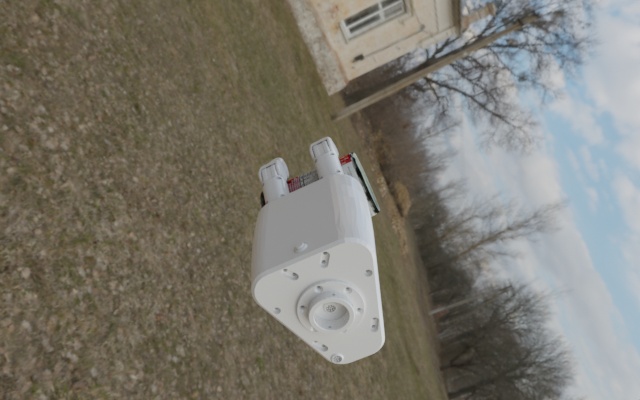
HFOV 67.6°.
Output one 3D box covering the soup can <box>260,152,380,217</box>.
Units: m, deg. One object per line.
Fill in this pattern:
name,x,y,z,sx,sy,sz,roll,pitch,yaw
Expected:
soup can,0.000,0.001,0.480,0.102,0.068,0.068,-24,-4,9
